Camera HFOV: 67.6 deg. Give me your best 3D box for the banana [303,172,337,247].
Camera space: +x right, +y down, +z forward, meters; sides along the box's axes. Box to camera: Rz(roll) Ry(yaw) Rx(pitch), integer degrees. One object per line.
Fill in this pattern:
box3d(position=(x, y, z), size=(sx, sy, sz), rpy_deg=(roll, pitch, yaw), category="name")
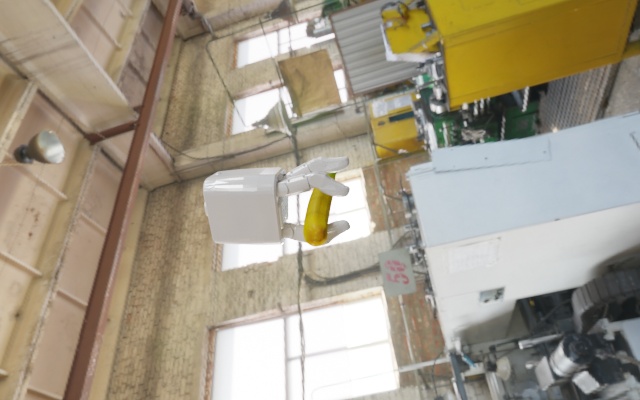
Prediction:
box3d(position=(-0.003, 0.015, 0.697), size=(0.037, 0.070, 0.197), rpy_deg=(12, 35, 0), category="banana")
